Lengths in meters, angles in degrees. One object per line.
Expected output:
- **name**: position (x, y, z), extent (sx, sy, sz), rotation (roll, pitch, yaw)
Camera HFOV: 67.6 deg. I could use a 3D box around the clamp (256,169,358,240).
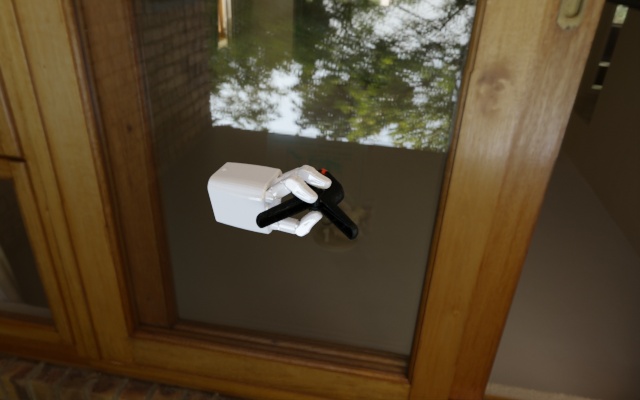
- **clamp**: position (0.000, 0.003, 0.832), extent (0.164, 0.036, 0.210), rotation (11, 30, 12)
